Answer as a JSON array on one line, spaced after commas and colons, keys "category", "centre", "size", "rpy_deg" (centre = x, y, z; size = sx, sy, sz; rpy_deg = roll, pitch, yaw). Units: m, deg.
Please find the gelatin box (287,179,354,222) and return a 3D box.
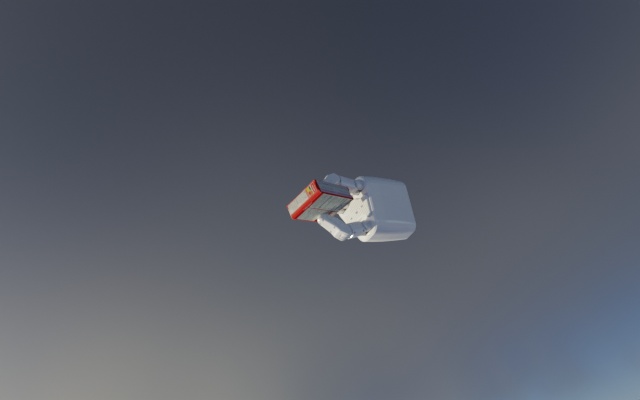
[{"category": "gelatin box", "centre": [0.000, 0.003, 0.792], "size": [0.089, 0.030, 0.073], "rpy_deg": [9, -44, -49]}]
